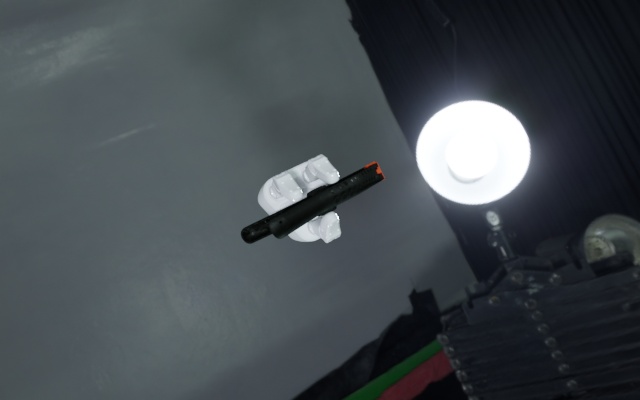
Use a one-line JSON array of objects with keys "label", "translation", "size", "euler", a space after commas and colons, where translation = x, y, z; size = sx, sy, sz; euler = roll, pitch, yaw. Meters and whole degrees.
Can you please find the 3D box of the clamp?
[{"label": "clamp", "translation": [0.001, 0.003, 0.625], "size": [0.210, 0.036, 0.164], "euler": [-27, 4, -15]}]
